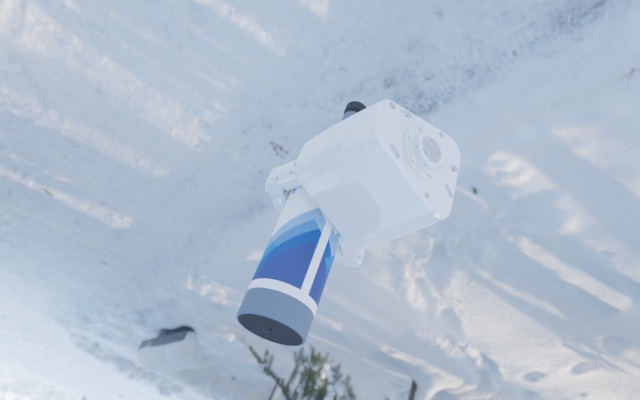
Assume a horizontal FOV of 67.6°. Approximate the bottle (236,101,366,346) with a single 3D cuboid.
[{"bbox_3d":[0.000,0.002,0.507,0.069,0.295,0.069,15,-34,10],"label":"bottle"}]
